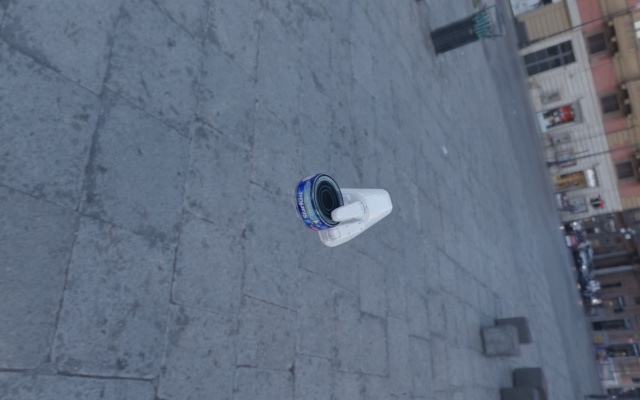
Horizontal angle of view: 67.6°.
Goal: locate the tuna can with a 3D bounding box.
[{"bbox_3d":[0.001,0.002,0.727,0.034,0.086,0.086,-15,-8,34],"label":"tuna can"}]
